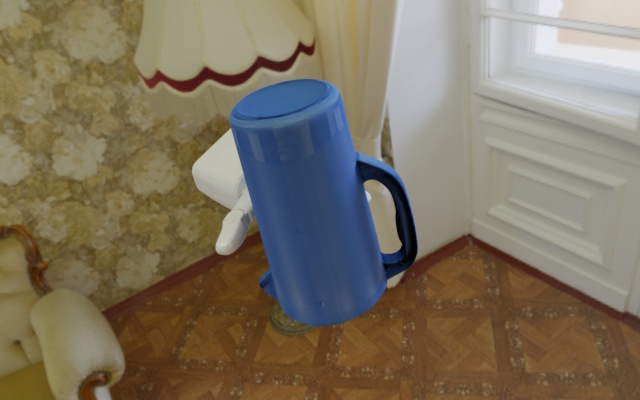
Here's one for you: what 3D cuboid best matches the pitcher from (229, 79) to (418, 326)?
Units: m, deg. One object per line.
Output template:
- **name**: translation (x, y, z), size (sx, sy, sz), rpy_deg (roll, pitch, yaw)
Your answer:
- **pitcher**: translation (0.000, 0.002, 0.505), size (0.149, 0.243, 0.145), rpy_deg (-35, 38, -30)
